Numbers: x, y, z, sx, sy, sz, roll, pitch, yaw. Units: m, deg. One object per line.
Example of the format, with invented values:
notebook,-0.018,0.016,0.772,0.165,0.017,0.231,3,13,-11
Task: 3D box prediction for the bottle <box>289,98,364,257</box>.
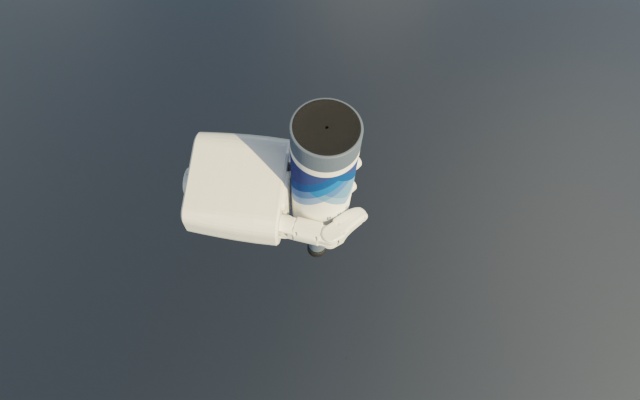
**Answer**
bottle,0.000,0.002,0.554,0.069,0.069,0.296,0,-27,-2
